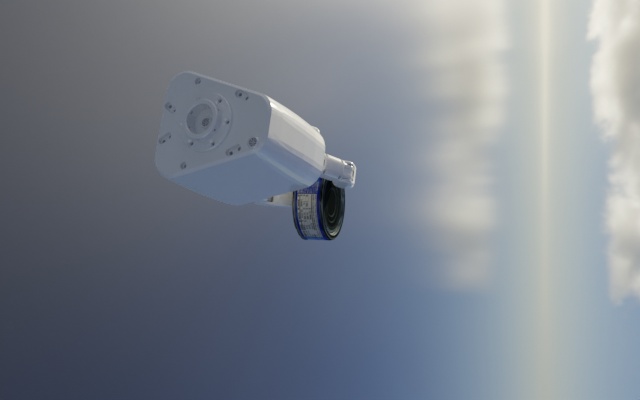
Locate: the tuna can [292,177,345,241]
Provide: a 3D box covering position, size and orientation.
[{"bbox_3d":[0.001,0.002,0.532,0.034,0.086,0.086,1,0,20],"label":"tuna can"}]
